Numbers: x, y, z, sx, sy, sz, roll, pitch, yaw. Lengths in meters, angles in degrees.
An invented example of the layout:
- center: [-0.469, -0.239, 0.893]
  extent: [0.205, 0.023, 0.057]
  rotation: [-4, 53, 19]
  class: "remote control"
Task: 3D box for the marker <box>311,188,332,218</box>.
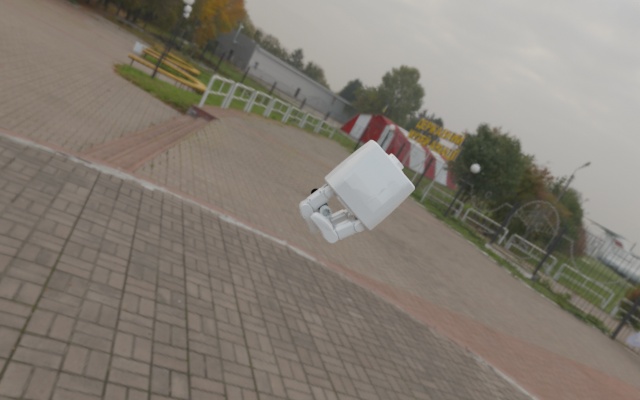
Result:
- center: [0.000, 0.003, 0.845]
  extent: [0.020, 0.020, 0.121]
  rotation: [0, 17, -10]
  class: "marker"
